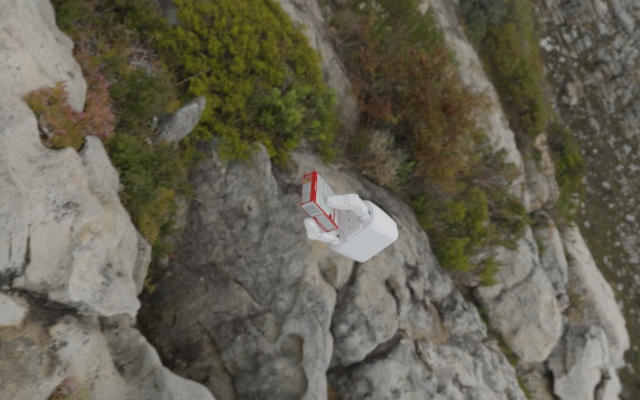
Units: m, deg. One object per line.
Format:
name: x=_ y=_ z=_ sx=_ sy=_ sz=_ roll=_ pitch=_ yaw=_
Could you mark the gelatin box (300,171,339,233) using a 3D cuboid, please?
gelatin box: x=0.000 y=0.002 z=0.851 sx=0.030 sy=0.073 sz=0.089 roll=-20 pitch=-45 yaw=25
